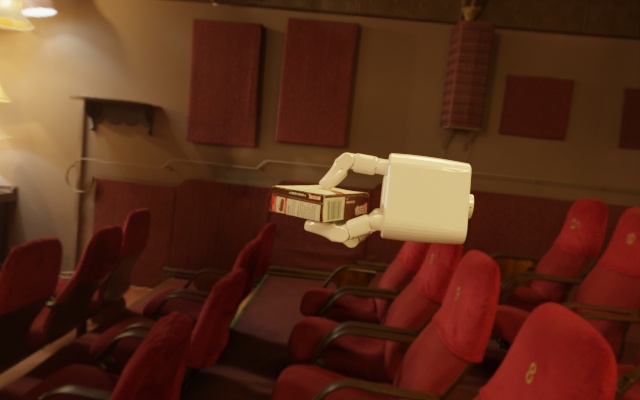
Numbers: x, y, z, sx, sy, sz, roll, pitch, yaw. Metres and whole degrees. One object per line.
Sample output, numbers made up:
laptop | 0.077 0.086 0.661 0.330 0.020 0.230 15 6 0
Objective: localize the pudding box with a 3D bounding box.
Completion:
pudding box | 0.000 0.002 0.653 0.090 0.039 0.113 10 6 34
